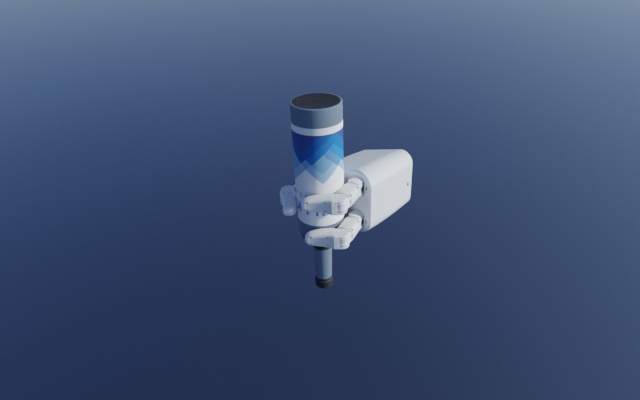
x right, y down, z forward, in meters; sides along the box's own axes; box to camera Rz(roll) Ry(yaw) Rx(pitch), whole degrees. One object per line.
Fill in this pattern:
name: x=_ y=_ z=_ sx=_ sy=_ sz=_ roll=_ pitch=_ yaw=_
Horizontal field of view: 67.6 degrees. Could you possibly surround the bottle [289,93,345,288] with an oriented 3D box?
bottle: x=0.000 y=0.002 z=0.671 sx=0.069 sy=0.296 sz=0.069 roll=-2 pitch=31 yaw=1
